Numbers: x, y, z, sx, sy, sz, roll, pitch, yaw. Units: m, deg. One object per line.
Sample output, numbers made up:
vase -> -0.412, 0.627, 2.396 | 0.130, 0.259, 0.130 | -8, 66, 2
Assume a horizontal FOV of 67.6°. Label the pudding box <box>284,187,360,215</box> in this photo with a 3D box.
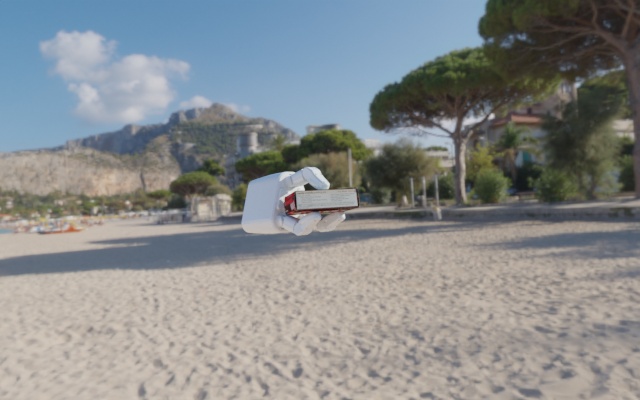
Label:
pudding box -> 0.000, 0.003, 0.824 | 0.113, 0.039, 0.090 | -5, -4, -15
